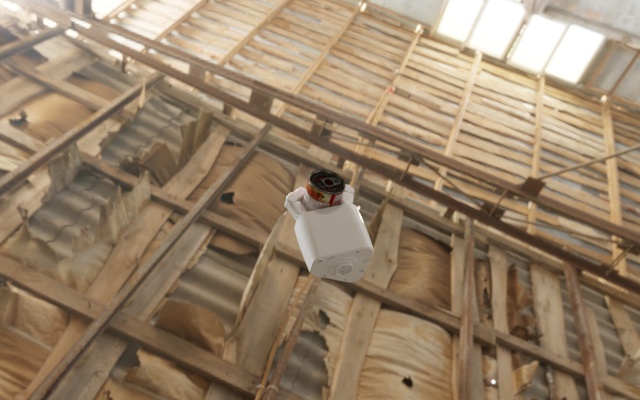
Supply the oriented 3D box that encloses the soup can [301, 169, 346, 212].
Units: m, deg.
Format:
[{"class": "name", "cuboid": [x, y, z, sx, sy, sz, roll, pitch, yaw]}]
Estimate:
[{"class": "soup can", "cuboid": [0.000, 0.003, 0.883, 0.068, 0.102, 0.068, 11, 39, -9]}]
